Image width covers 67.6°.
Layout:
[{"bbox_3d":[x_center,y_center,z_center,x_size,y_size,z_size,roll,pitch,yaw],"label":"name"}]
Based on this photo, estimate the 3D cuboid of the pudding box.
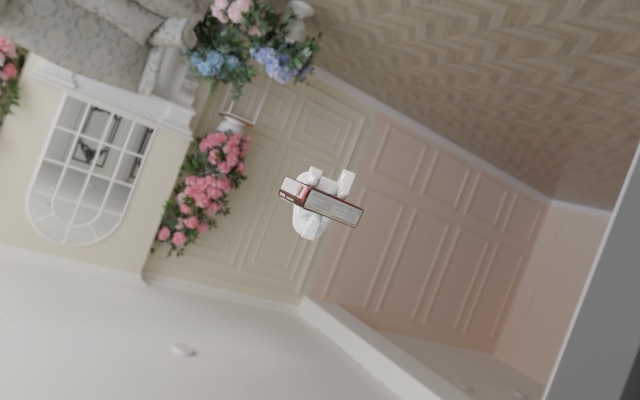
[{"bbox_3d":[0.000,0.003,0.770,0.113,0.039,0.090,20,2,-33],"label":"pudding box"}]
